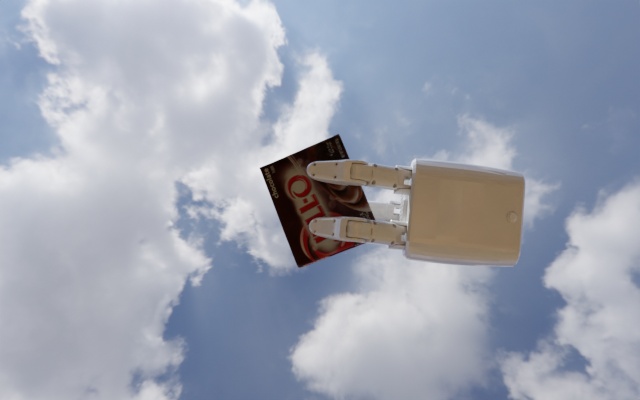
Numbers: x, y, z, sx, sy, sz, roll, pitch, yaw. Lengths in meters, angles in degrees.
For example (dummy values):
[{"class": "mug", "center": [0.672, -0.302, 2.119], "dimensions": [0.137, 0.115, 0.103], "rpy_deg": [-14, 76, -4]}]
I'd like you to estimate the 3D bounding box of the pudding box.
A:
[{"class": "pudding box", "center": [0.000, 0.002, 0.493], "dimensions": [0.090, 0.113, 0.039], "rpy_deg": [-23, -9, 4]}]
